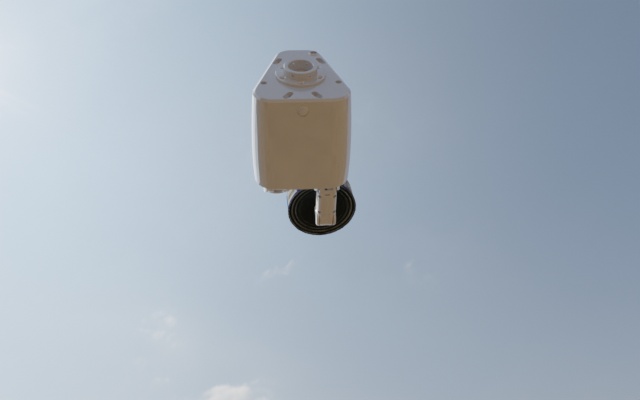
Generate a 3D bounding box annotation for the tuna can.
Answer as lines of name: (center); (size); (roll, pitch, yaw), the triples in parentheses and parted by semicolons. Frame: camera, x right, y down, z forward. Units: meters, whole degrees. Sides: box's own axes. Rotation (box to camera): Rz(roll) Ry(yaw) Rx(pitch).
tuna can: (0.000, 0.002, 0.607); (0.086, 0.086, 0.033); (0, 40, -10)
